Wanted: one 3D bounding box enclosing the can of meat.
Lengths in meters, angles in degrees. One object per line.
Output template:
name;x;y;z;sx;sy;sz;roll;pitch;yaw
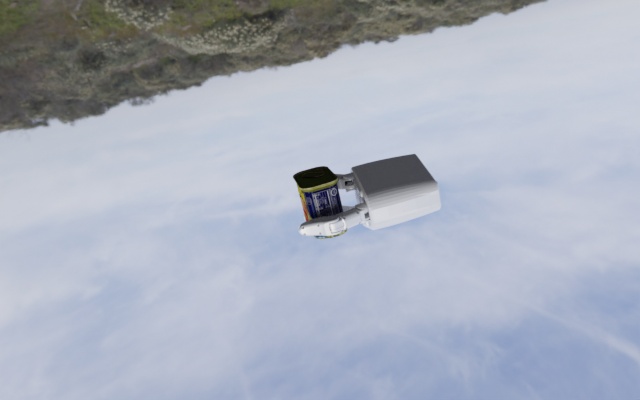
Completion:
can of meat;0.000;0.003;0.721;0.057;0.084;0.102;-16;19;-7
